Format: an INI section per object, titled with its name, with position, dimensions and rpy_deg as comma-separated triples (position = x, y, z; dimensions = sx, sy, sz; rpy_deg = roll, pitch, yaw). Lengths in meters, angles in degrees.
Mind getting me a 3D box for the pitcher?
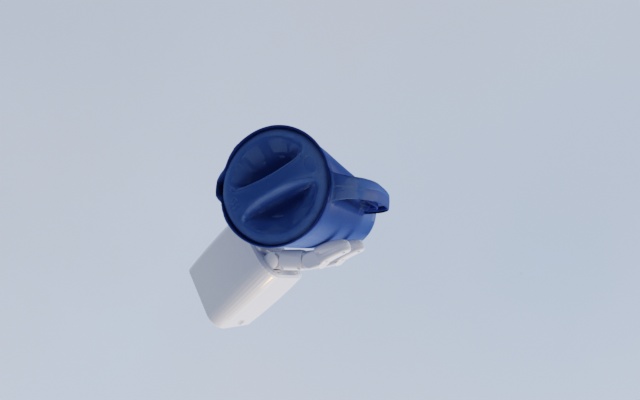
[pitcher]
position = 0.000, 0.002, 0.607
dimensions = 0.149, 0.145, 0.243
rpy_deg = 48, 10, 21
